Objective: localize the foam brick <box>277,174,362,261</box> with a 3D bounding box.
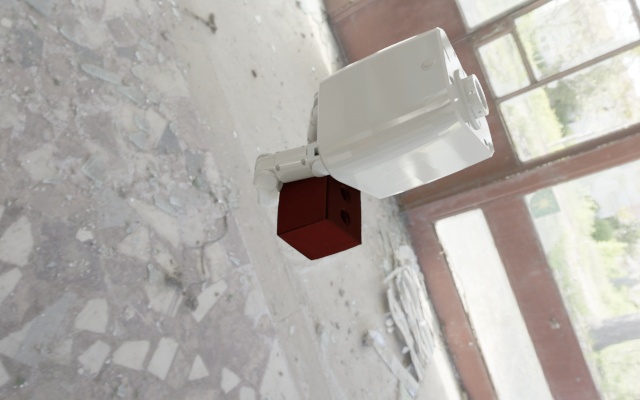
[{"bbox_3d":[0.000,0.002,0.404,0.051,0.078,0.053,-18,-38,28],"label":"foam brick"}]
